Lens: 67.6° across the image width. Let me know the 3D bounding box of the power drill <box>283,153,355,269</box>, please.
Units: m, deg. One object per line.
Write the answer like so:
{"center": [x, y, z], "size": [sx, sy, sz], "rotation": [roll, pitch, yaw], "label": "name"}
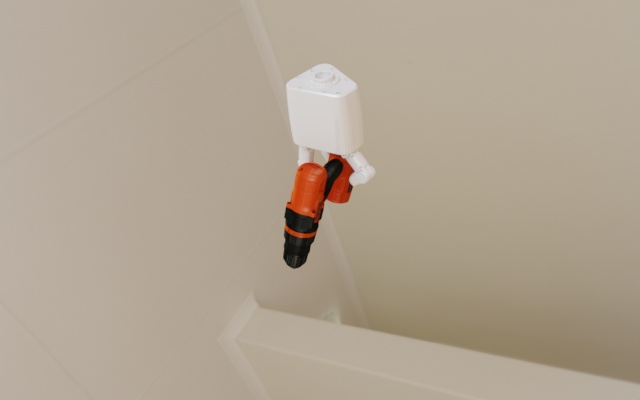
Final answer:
{"center": [0.000, 0.002, 0.794], "size": [0.057, 0.184, 0.187], "rotation": [22, 30, 13], "label": "power drill"}
